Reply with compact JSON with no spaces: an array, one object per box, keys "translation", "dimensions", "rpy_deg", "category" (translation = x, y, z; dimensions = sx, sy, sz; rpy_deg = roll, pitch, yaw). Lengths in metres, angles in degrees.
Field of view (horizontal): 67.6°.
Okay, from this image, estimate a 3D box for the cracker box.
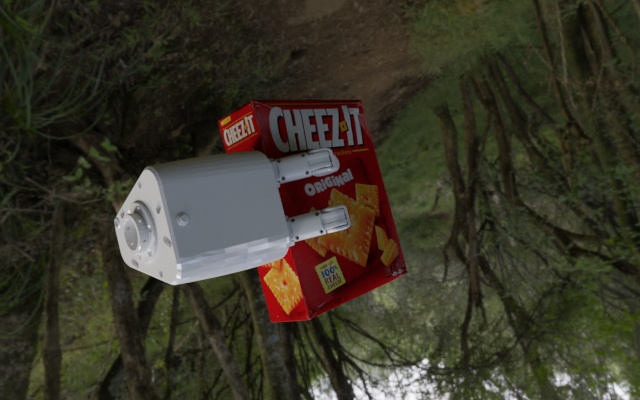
[{"translation":[0.000,0.002,0.514],"dimensions":[0.164,0.213,0.072],"rpy_deg":[-12,-4,-44],"category":"cracker box"}]
